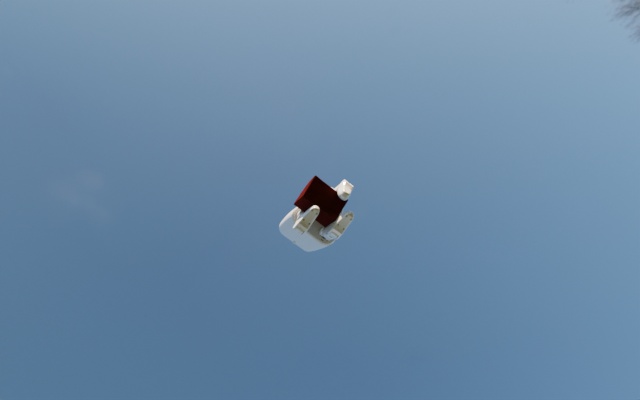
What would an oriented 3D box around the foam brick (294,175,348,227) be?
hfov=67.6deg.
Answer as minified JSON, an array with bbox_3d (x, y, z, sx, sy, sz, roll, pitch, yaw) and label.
[{"bbox_3d":[0.000,0.003,0.881,0.078,0.053,0.051,37,-28,-9],"label":"foam brick"}]
